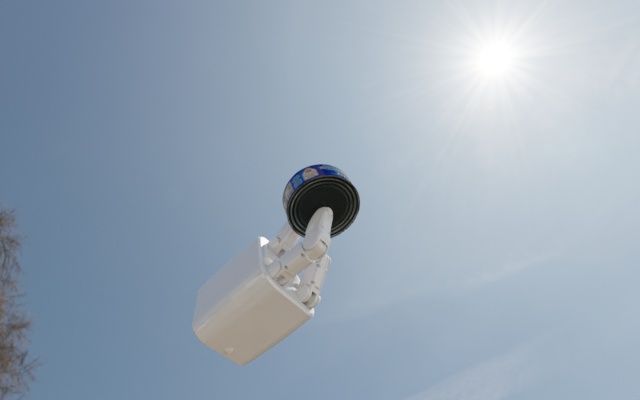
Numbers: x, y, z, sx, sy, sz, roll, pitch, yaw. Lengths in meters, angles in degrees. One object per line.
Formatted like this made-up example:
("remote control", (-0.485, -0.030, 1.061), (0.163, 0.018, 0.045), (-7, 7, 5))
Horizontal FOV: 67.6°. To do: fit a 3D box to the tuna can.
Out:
("tuna can", (0.000, 0.001, 0.552), (0.086, 0.086, 0.033), (0, 31, -17))
